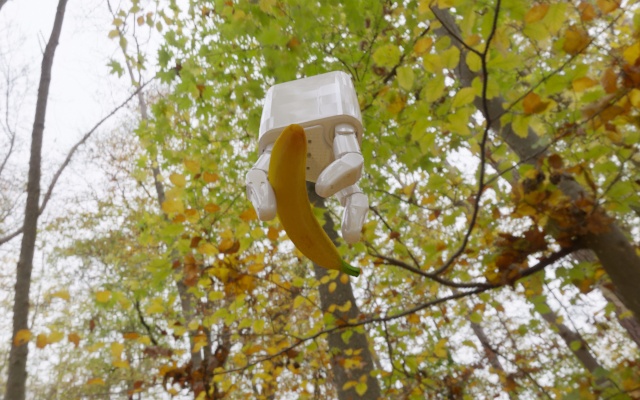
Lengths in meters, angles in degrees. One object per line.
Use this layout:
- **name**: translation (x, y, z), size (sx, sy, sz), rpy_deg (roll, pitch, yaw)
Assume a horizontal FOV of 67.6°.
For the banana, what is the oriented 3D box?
- **banana**: translation (-0.016, 0.006, 0.490), size (0.069, 0.198, 0.037), rpy_deg (-7, 40, 22)
